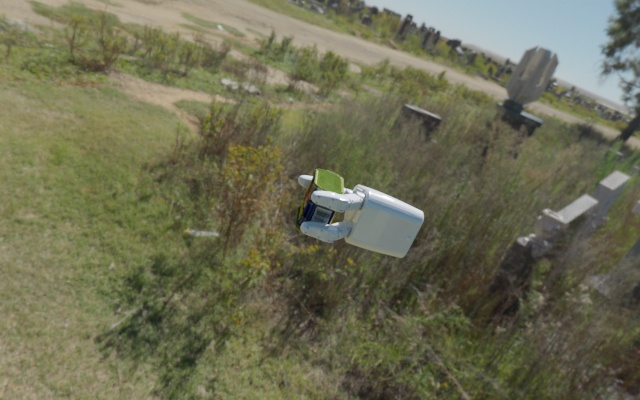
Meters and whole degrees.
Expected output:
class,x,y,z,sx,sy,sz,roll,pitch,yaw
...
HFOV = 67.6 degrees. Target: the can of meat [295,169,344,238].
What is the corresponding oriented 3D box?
class,x,y,z,sx,sy,sz,roll,pitch,yaw
can of meat,0.000,0.002,0.798,0.057,0.084,0.102,21,22,-7
